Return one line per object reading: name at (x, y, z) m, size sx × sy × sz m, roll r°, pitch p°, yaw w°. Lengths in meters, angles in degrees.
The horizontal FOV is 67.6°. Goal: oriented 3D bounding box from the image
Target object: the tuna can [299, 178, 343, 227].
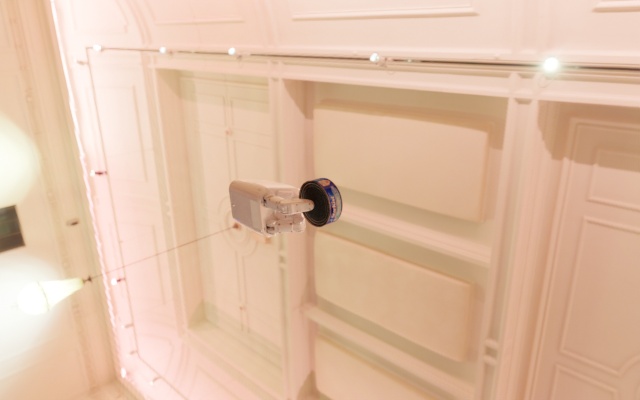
tuna can at (0.001, 0.003, 0.860) m, size 0.033 × 0.086 × 0.086 m, roll -17°, pitch 11°, yaw -38°
